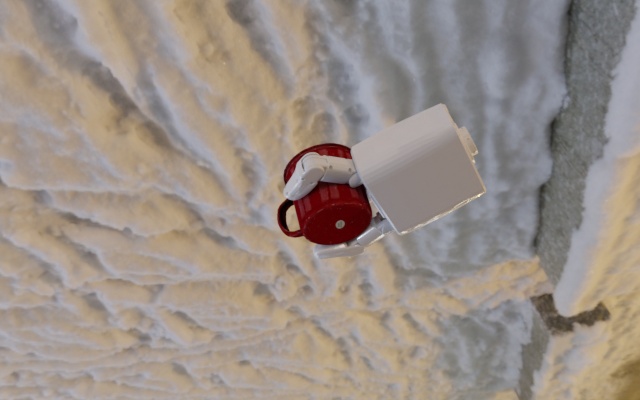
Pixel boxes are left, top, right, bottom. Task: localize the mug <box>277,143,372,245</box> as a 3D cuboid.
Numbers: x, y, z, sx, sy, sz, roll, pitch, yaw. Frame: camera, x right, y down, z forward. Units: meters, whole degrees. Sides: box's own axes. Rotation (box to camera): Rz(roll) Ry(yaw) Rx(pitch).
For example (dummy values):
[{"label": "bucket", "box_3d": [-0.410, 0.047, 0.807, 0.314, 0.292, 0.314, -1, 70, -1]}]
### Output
[{"label": "mug", "box_3d": [-0.001, 0.003, 0.544, 0.117, 0.081, 0.093, -28, -39, 16]}]
